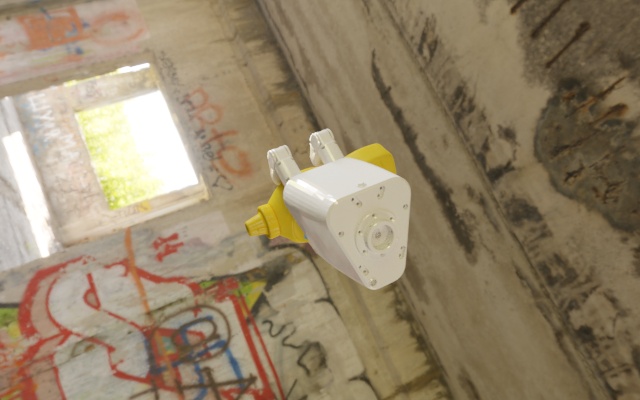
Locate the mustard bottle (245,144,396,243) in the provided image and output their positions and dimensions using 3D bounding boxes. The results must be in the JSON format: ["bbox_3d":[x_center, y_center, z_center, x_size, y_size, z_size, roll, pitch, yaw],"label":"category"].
[{"bbox_3d":[0.000,0.002,0.585,0.191,0.096,0.058,-21,45,-19],"label":"mustard bottle"}]
